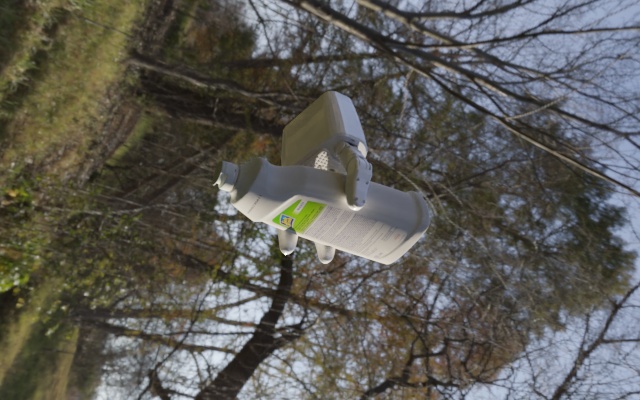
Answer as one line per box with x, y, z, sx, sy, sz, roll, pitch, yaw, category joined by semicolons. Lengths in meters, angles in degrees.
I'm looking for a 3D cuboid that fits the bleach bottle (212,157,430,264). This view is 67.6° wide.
0.000;0.002;0.564;0.251;0.068;0.103;19;-52;-24;bleach bottle
